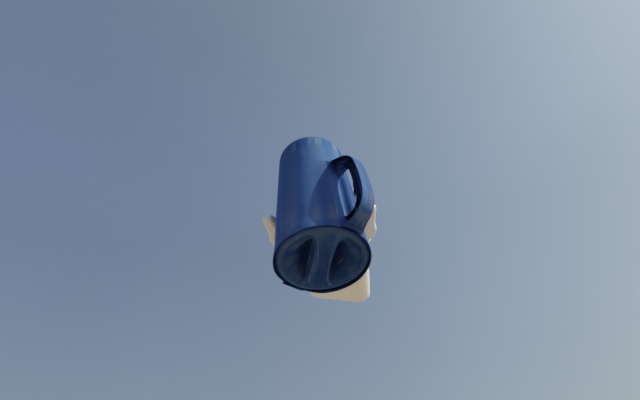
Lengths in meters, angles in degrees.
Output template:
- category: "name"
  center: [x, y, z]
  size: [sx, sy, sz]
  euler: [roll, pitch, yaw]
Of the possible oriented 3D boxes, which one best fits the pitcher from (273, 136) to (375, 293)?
- category: "pitcher"
  center: [0.000, 0.003, 0.720]
  size: [0.149, 0.145, 0.242]
  euler: [-10, 41, 3]
